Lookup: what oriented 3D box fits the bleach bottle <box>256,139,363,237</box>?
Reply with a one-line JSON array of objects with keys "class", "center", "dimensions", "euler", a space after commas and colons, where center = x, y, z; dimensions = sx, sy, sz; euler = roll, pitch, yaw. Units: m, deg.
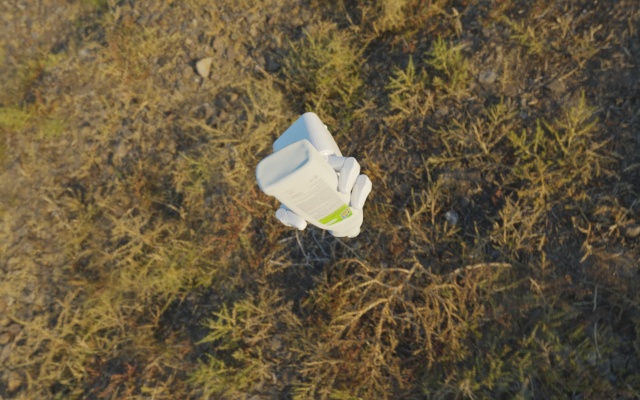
[{"class": "bleach bottle", "center": [0.000, 0.003, 0.801], "dimensions": [0.102, 0.068, 0.251], "euler": [-29, -38, 11]}]
